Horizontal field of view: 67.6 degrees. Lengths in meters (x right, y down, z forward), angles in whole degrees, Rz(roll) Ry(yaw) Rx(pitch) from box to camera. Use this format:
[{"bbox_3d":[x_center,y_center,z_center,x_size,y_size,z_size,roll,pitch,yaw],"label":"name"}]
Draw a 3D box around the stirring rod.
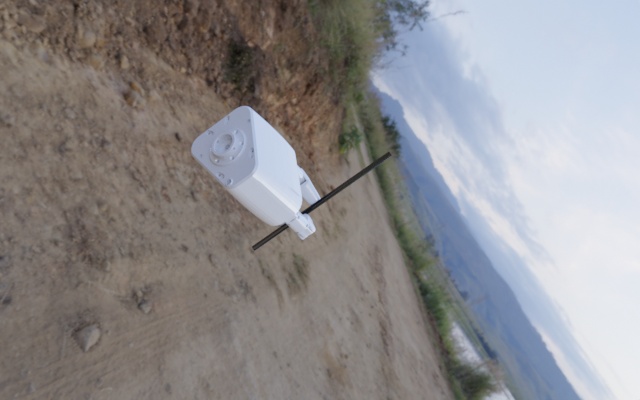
[{"bbox_3d":[0.000,0.002,0.684,0.239,0.011,0.011,-35,-5,7],"label":"stirring rod"}]
